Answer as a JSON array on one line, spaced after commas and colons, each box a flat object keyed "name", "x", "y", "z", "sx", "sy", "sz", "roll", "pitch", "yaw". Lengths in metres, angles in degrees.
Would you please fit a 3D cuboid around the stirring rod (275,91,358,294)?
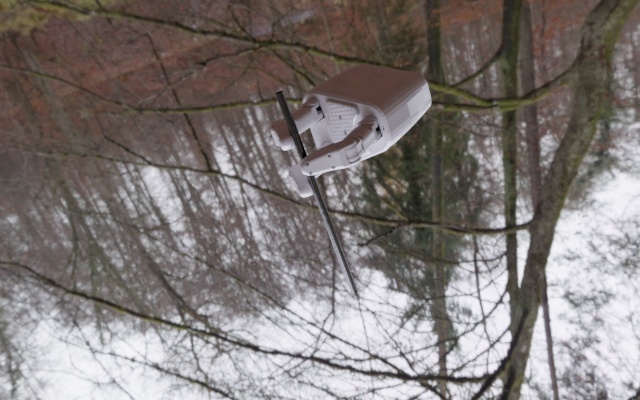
[{"name": "stirring rod", "x": 0.000, "y": 0.002, "z": 0.496, "sx": 0.011, "sy": 0.240, "sz": 0.011, "roll": -17, "pitch": 24, "yaw": 8}]
